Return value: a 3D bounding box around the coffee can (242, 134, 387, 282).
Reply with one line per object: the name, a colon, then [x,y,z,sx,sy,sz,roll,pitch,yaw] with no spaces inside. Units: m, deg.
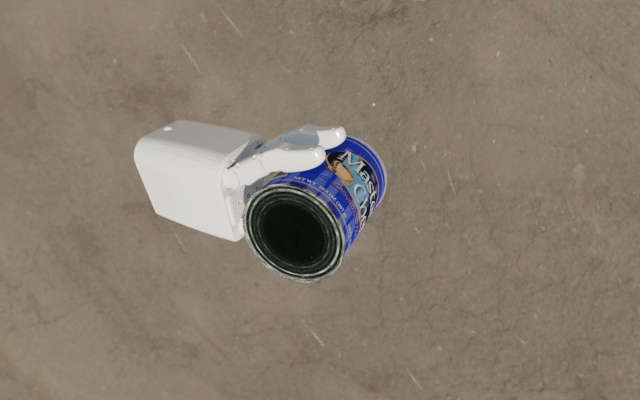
coffee can: [0.000,0.002,0.488,0.103,0.103,0.140,0,26,25]
